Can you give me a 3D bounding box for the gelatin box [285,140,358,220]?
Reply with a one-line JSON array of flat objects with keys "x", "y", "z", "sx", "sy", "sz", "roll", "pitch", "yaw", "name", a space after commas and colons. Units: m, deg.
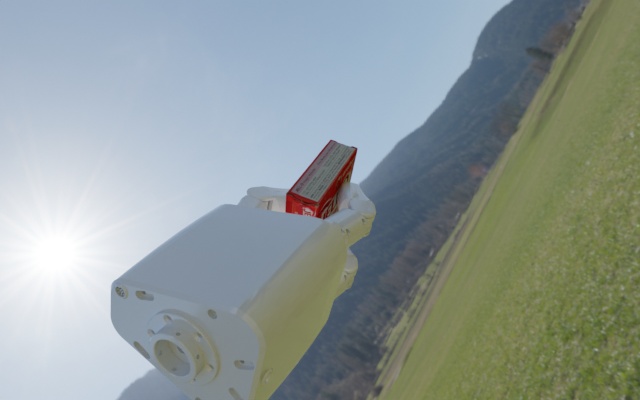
[{"x": 0.000, "y": 0.001, "z": 0.415, "sx": 0.030, "sy": 0.073, "sz": 0.089, "roll": 21, "pitch": 43, "yaw": 13, "name": "gelatin box"}]
